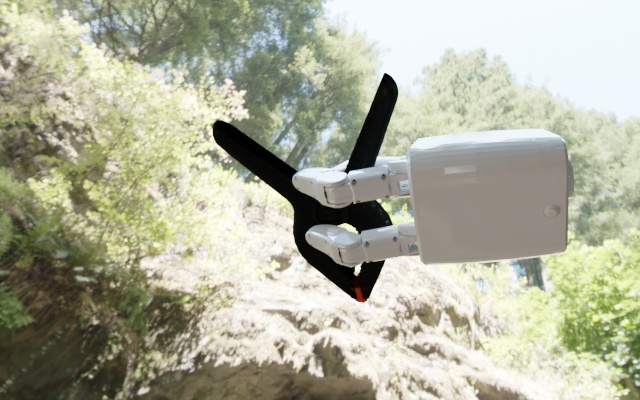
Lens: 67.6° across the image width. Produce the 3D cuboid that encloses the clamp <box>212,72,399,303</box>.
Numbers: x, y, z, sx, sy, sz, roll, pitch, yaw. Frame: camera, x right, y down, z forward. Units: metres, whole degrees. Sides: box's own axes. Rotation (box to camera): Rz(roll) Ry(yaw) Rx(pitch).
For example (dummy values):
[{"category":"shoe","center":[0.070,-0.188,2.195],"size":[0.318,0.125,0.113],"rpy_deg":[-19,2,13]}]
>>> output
[{"category":"clamp","center":[0.001,0.001,0.430],"size":[0.164,0.210,0.036],"rpy_deg":[-4,27,18]}]
